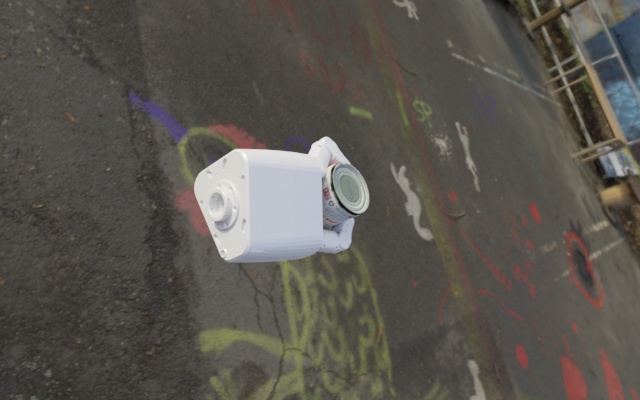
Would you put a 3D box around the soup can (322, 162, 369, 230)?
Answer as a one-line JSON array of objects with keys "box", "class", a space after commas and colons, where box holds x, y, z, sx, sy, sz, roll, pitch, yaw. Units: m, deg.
[{"box": [0.001, 0.002, 0.586, 0.102, 0.068, 0.068, -25, -16, 38], "class": "soup can"}]
